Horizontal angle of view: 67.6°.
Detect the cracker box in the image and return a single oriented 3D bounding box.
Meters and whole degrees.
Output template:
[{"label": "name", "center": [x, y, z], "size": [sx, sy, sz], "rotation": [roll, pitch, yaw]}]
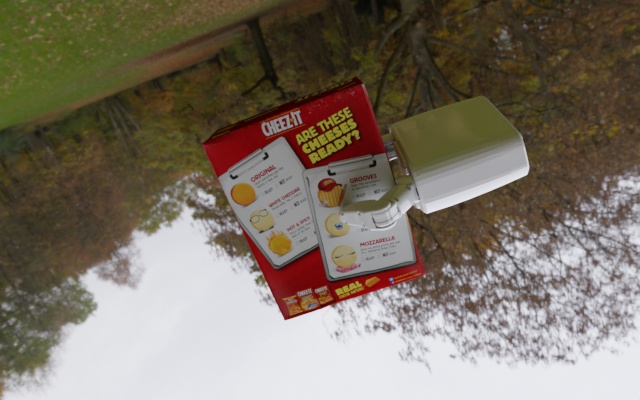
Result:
[{"label": "cracker box", "center": [0.000, 0.002, 0.503], "size": [0.164, 0.214, 0.072], "rotation": [-19, 19, 6]}]
